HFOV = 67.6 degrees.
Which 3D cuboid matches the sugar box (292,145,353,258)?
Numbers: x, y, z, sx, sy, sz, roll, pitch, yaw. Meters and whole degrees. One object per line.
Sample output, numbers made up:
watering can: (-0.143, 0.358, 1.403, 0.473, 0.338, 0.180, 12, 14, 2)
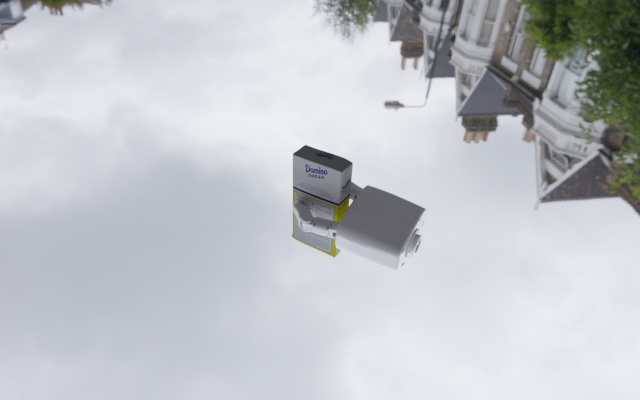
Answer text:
sugar box: (0.001, 0.002, 0.796, 0.093, 0.176, 0.048, 22, 38, 23)
